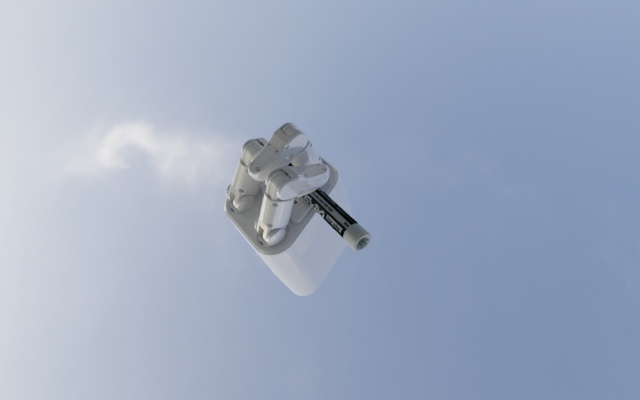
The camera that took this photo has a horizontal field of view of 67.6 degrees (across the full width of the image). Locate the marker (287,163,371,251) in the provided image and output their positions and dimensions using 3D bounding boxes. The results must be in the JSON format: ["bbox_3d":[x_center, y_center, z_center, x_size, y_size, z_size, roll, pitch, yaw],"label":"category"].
[{"bbox_3d":[0.000,0.001,0.431,0.020,0.020,0.121,0,34,-45],"label":"marker"}]
